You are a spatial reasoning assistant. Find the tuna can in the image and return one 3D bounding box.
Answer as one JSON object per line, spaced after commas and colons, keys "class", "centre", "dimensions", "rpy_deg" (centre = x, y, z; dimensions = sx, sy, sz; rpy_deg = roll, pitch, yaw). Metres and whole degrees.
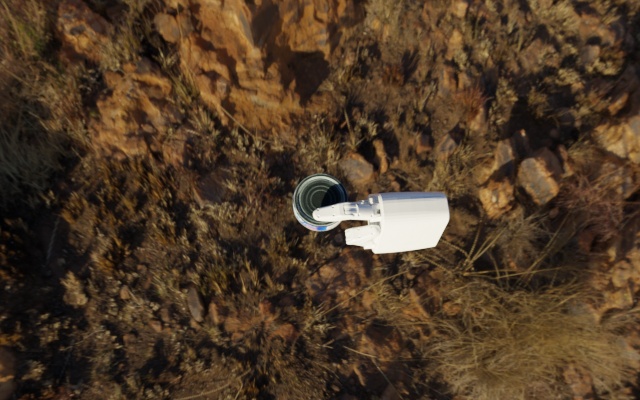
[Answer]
{"class": "tuna can", "centre": [0.000, 0.002, 0.736], "dimensions": [0.086, 0.086, 0.034], "rpy_deg": [0, -14, -2]}
